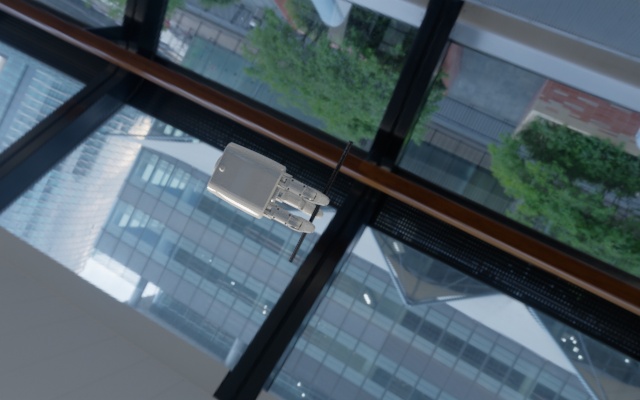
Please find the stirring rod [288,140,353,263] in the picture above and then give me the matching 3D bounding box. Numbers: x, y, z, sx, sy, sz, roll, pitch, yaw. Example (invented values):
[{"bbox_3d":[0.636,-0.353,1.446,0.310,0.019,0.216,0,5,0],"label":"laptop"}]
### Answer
[{"bbox_3d":[0.000,0.003,0.850,0.011,0.239,0.011,27,3,-2],"label":"stirring rod"}]
